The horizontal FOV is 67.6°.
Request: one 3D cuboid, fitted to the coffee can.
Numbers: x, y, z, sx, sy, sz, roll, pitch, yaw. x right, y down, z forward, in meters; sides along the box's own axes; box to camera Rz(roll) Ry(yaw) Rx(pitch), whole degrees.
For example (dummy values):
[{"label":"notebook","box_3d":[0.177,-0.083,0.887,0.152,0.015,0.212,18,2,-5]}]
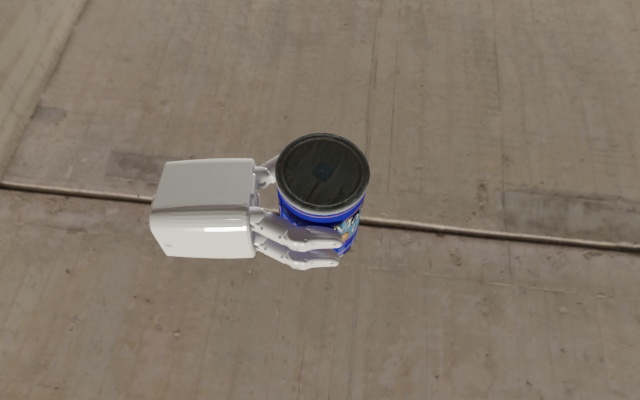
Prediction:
[{"label":"coffee can","box_3d":[0.000,0.002,0.573,0.103,0.102,0.140,0,-29,-2]}]
